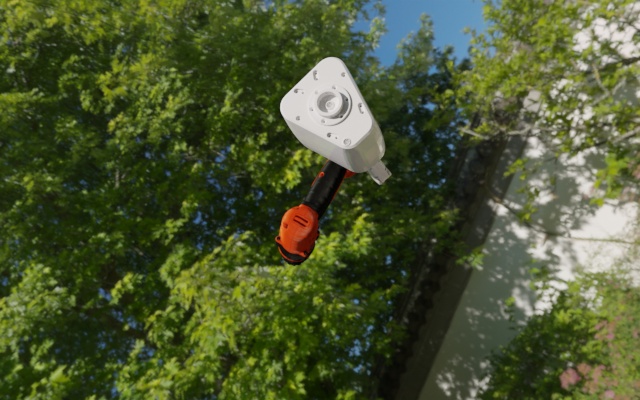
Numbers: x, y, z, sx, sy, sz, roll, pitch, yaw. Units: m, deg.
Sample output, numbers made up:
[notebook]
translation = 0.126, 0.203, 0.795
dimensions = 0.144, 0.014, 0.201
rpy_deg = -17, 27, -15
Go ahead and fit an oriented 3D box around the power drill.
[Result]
[power drill]
translation = 0.000, 0.002, 0.690
dimensions = 0.057, 0.187, 0.184
rpy_deg = 28, -20, 3
